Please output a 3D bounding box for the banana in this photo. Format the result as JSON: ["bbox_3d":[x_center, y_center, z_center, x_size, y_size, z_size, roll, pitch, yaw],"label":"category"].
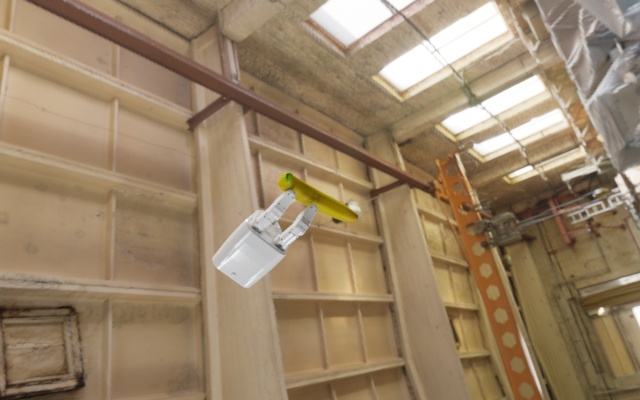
[{"bbox_3d":[-0.013,-0.004,0.870,0.198,0.037,0.069,29,0,-41],"label":"banana"}]
